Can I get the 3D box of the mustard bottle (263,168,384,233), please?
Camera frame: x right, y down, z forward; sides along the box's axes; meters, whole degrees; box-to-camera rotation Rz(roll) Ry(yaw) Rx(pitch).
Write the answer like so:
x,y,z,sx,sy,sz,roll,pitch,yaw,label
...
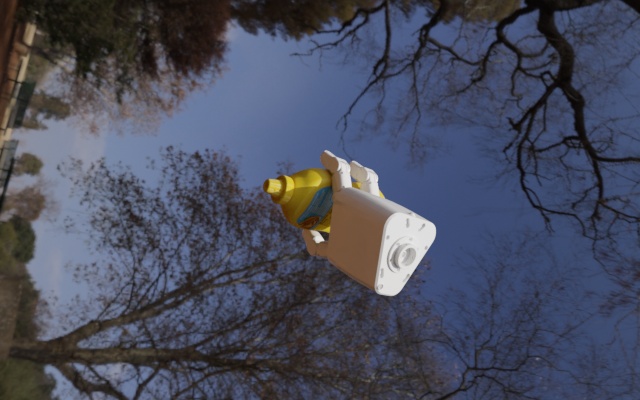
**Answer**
x,y,z,sx,sy,sz,roll,pitch,yaw,label
0.000,0.002,0.703,0.192,0.096,0.058,17,31,-36,mustard bottle
